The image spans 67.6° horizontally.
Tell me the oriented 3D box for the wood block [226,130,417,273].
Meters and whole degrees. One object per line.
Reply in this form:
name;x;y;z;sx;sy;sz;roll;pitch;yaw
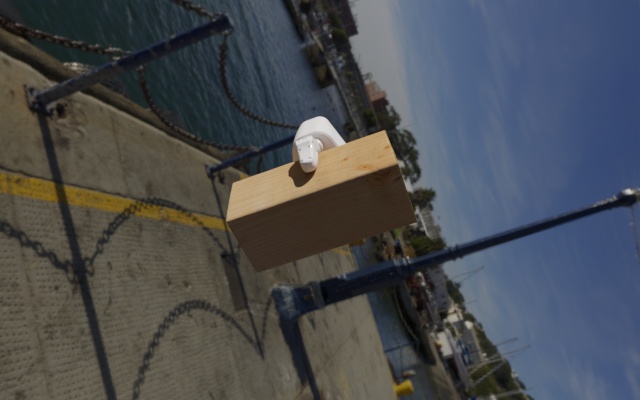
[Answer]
wood block;0.000;0.001;0.589;0.206;0.091;0.090;-19;33;8
